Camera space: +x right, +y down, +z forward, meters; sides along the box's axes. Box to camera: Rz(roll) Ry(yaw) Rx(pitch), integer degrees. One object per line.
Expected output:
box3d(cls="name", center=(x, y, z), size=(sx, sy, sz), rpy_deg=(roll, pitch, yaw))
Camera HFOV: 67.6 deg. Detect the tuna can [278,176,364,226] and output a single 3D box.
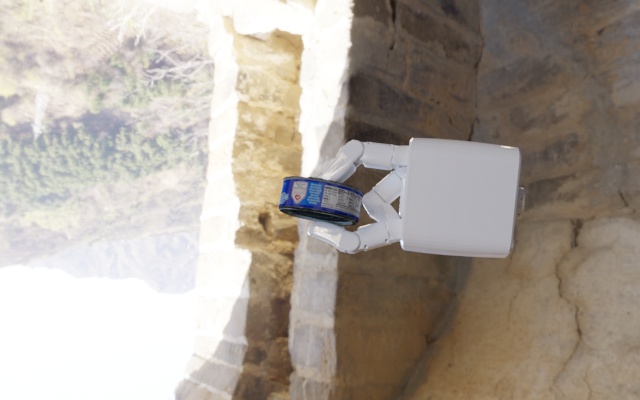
box3d(cls="tuna can", center=(0.000, 0.002, 0.496), size=(0.086, 0.033, 0.086), rpy_deg=(10, -9, 2))
